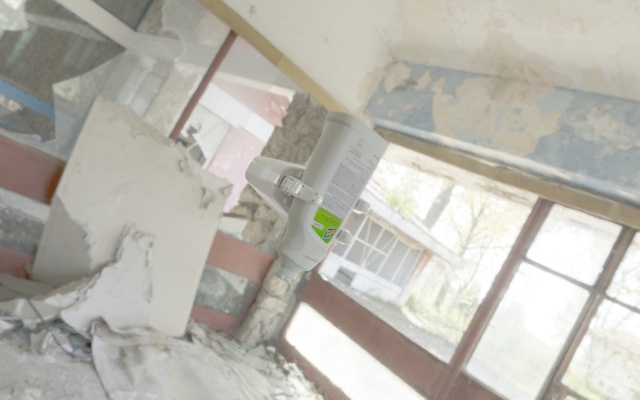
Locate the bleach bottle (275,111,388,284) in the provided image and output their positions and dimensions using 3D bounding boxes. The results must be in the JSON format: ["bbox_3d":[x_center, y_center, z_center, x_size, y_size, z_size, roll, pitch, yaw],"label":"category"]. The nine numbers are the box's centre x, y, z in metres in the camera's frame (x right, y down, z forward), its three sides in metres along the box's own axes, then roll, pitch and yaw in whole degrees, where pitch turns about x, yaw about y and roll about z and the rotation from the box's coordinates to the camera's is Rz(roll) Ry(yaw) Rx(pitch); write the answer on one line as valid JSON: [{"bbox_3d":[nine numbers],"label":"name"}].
[{"bbox_3d":[0.000,0.002,0.699,0.102,0.251,0.068,31,-3,-38],"label":"bleach bottle"}]
